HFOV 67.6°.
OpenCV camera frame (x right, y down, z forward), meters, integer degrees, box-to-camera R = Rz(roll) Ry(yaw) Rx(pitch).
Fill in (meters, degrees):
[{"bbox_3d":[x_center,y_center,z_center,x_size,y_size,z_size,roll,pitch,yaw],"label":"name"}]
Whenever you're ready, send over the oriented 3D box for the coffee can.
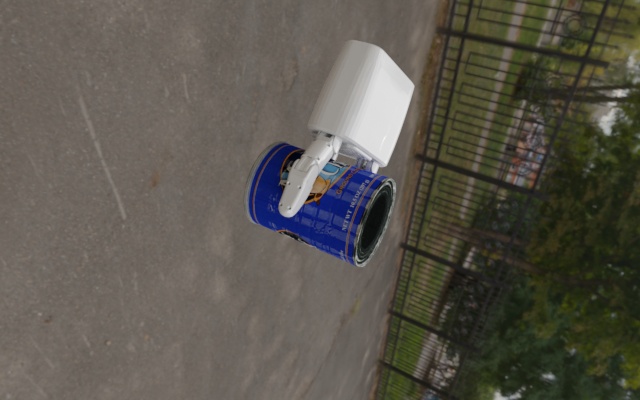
[{"bbox_3d":[0.000,0.002,0.539,0.140,0.103,0.103,21,8,22],"label":"coffee can"}]
